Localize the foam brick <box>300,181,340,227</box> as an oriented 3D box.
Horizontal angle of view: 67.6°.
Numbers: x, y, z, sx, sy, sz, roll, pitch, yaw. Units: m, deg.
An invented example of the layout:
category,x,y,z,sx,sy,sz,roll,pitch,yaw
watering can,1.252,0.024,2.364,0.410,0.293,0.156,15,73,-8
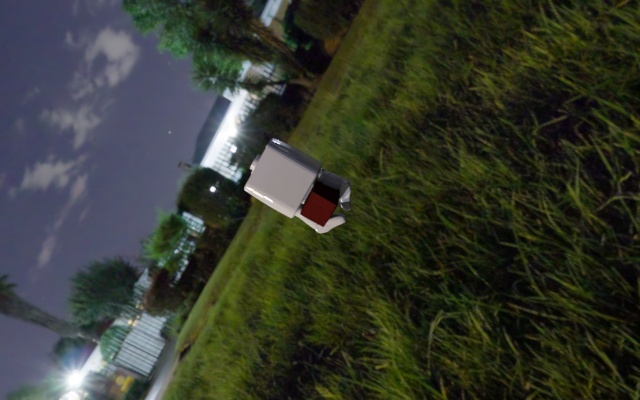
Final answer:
category,x,y,z,sx,sy,sz,roll,pitch,yaw
foam brick,0.000,0.003,0.877,0.051,0.053,0.078,29,22,-5
